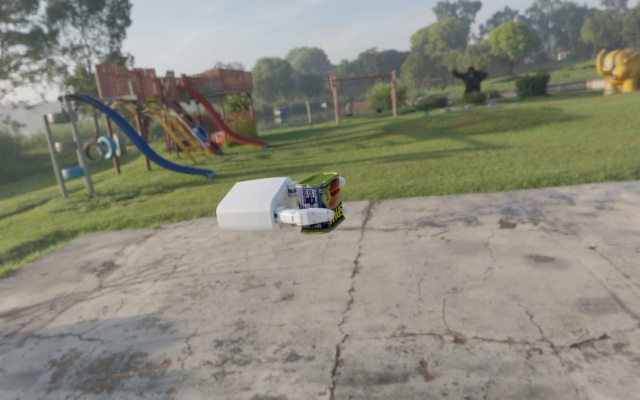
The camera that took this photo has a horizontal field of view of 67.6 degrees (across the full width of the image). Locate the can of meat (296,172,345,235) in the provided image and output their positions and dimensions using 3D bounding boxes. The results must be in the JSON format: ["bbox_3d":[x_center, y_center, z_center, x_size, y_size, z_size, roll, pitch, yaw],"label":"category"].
[{"bbox_3d":[0.000,0.002,0.810,0.057,0.084,0.102,-2,14,22],"label":"can of meat"}]
